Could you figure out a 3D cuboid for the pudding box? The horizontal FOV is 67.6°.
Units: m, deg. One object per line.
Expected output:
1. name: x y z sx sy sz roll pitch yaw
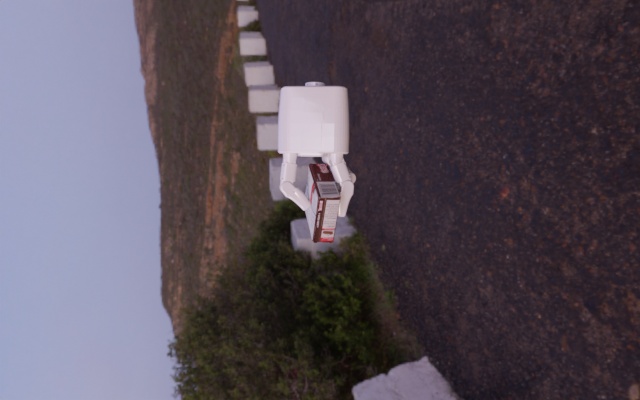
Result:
1. pudding box: 0.000 0.003 0.791 0.039 0.090 0.113 1 32 -10
